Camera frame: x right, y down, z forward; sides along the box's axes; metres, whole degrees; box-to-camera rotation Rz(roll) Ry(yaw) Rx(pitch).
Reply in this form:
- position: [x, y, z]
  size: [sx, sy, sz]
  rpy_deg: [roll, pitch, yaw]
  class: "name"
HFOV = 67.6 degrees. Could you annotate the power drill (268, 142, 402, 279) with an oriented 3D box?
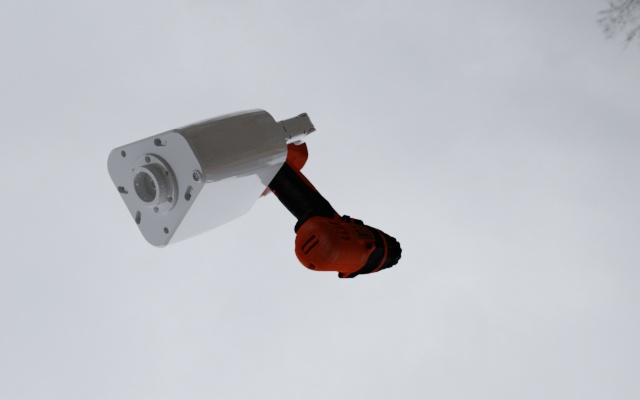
- position: [0.000, 0.001, 0.516]
  size: [0.187, 0.057, 0.184]
  rpy_deg: [50, 16, 26]
  class: "power drill"
